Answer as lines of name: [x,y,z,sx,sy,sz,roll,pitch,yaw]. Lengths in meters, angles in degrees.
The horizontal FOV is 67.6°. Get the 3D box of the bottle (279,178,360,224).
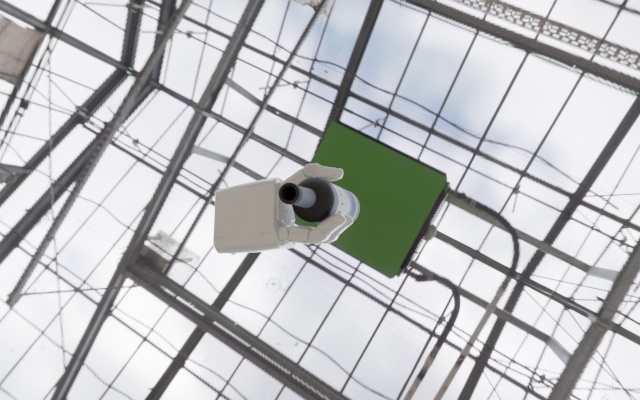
bottle: [0.000,0.002,0.735,0.069,0.069,0.296,0,-4,16]
